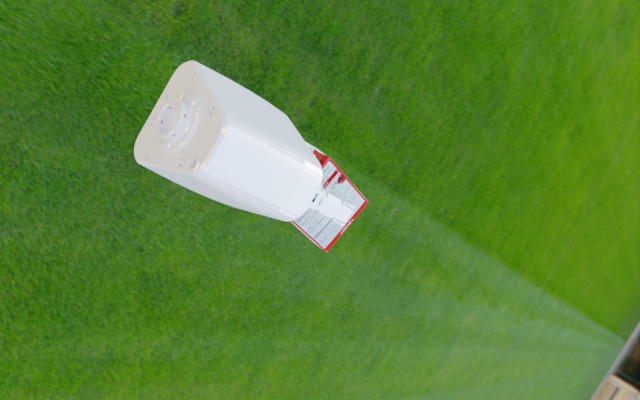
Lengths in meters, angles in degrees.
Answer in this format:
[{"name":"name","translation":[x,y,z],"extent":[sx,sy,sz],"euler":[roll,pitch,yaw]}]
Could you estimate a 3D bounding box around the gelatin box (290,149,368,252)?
[{"name":"gelatin box","translation":[0.001,0.002,0.501],"extent":[0.030,0.073,0.089],"euler":[34,-8,47]}]
